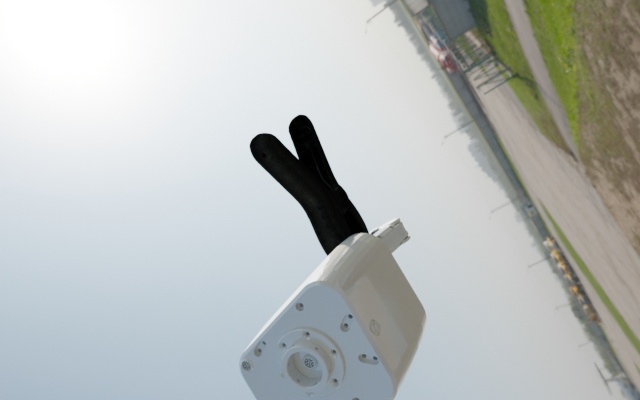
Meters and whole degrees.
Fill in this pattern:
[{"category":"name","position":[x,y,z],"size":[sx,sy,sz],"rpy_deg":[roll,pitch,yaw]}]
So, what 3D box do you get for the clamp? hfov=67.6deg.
[{"category":"clamp","position":[0.000,0.002,0.423],"size":[0.039,0.171,0.120],"rpy_deg":[-31,-1,27]}]
